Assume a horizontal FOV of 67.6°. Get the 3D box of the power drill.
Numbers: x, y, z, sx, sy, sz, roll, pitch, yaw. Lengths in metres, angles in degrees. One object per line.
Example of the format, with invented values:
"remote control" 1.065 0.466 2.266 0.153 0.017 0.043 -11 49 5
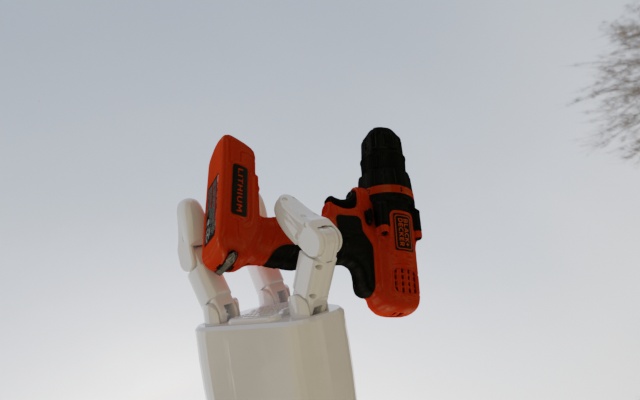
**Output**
"power drill" 0.000 0.002 0.409 0.187 0.184 0.057 10 -29 -22
